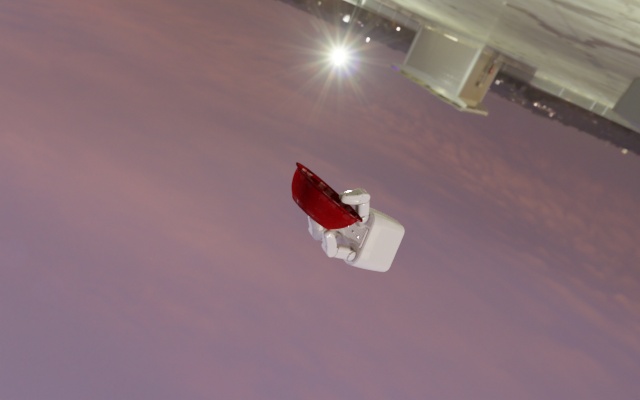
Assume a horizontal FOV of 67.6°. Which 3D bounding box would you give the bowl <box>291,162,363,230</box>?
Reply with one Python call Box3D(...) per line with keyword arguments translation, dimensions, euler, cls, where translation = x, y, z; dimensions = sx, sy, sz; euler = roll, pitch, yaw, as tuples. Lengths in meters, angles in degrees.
Box3D(translation=(-0.001, 0.002, 0.869), dimensions=(0.162, 0.055, 0.162), euler=(41, 6, -6), cls="bowl")
